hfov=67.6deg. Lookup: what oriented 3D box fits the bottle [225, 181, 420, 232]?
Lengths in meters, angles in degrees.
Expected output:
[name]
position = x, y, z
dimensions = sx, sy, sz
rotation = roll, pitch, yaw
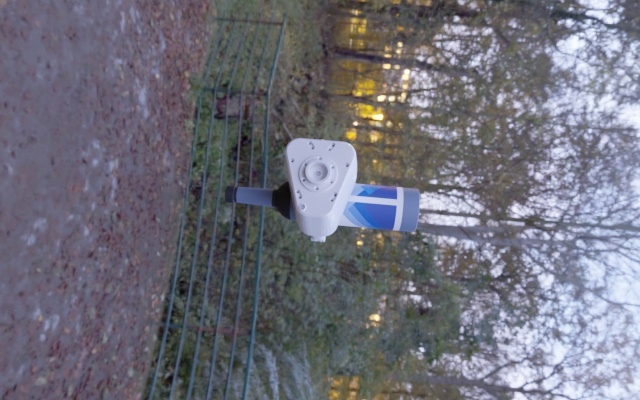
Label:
[bottle]
position = 0.000, 0.002, 0.740
dimensions = 0.296, 0.069, 0.069
rotation = 5, 0, 3
